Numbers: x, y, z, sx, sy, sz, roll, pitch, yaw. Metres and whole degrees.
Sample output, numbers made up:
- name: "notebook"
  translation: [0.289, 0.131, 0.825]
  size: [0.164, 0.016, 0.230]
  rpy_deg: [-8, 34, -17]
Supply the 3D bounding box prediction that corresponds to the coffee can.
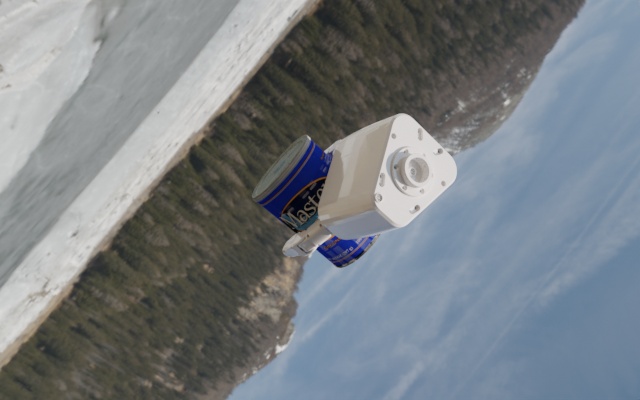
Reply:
- name: "coffee can"
  translation: [0.000, 0.002, 0.599]
  size: [0.140, 0.103, 0.103]
  rpy_deg: [41, -13, -15]
